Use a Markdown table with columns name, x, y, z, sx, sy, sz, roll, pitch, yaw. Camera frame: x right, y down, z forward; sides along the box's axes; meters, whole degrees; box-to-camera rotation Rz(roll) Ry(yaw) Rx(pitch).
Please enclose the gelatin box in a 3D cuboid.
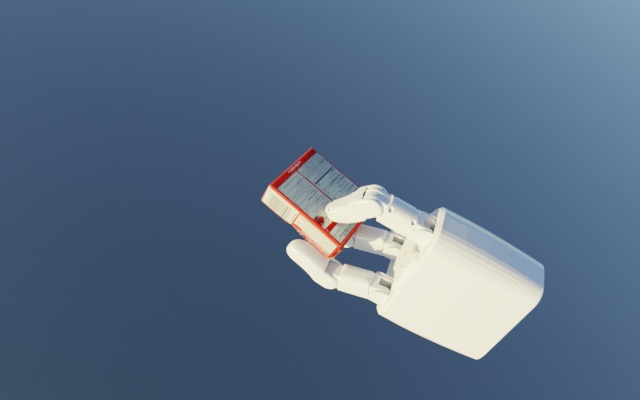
| name | x | y | z | sx | sy | sz | roll | pitch | yaw |
| --- | --- | --- | --- | --- | --- | --- | --- | --- | --- |
| gelatin box | 0.000 | 0.001 | 0.461 | 0.073 | 0.089 | 0.030 | -47 | -4 | -40 |
